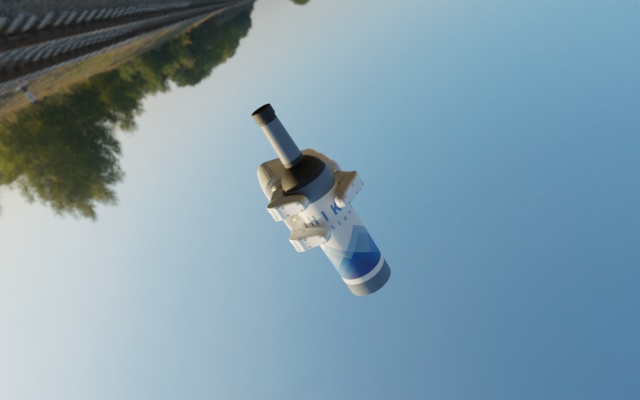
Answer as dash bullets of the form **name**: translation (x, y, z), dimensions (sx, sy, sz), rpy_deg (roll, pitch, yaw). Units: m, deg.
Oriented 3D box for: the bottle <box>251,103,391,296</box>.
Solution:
- **bottle**: translation (0.000, 0.002, 0.639), dimensions (0.069, 0.296, 0.069), rpy_deg (-27, 24, 13)
